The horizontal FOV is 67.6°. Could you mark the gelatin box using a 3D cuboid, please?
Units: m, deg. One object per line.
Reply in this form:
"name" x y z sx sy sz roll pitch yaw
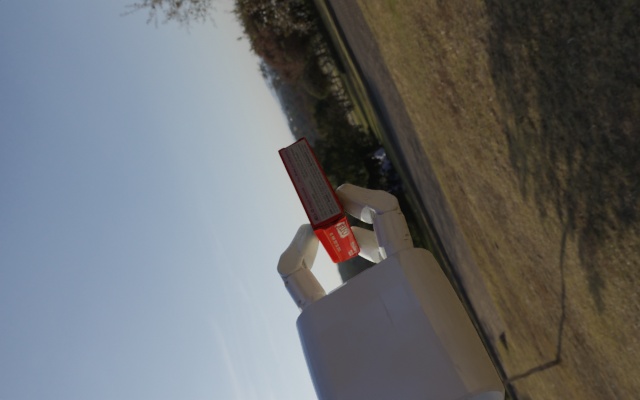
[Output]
"gelatin box" 0.000 0.001 0.412 0.030 0.089 0.073 -27 -32 0
